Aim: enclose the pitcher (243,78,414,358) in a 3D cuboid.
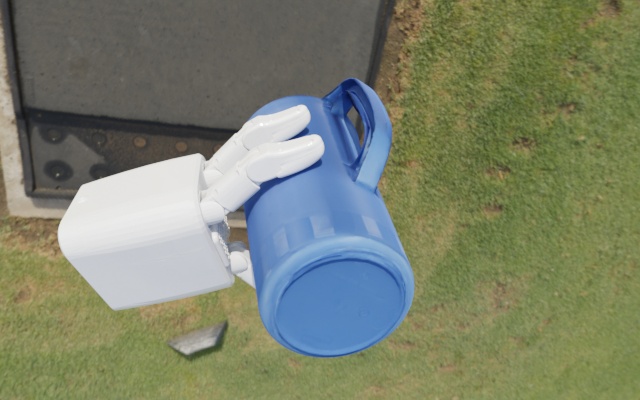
[{"bbox_3d":[0.000,0.001,0.413,0.145,0.149,0.242,-13,32,-3],"label":"pitcher"}]
